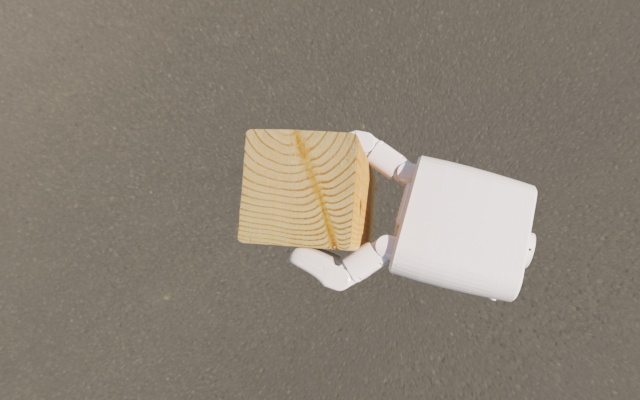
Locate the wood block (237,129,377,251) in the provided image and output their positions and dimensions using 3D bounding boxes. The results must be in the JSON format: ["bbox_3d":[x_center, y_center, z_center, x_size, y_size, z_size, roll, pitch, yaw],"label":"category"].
[{"bbox_3d":[0.000,0.001,0.460,0.090,0.091,0.206,3,-6,11],"label":"wood block"}]
